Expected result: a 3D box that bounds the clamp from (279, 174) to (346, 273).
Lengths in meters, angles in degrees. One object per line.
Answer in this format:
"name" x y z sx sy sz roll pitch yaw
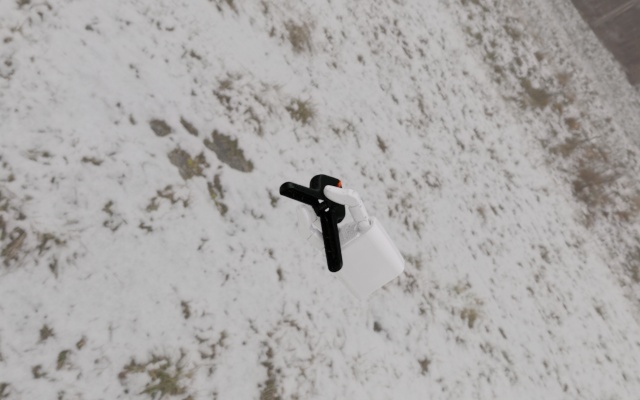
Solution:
"clamp" 0.001 0.002 0.811 0.036 0.165 0.210 -25 21 22
